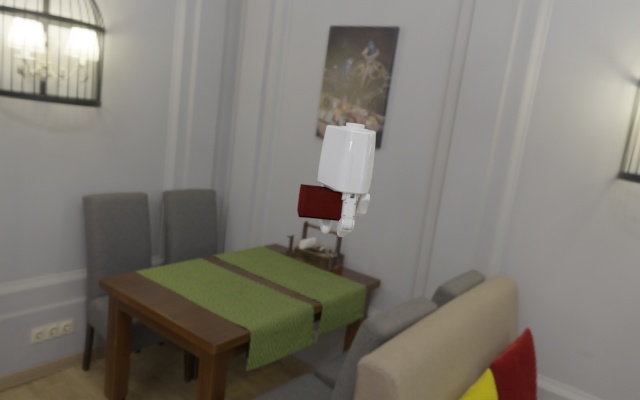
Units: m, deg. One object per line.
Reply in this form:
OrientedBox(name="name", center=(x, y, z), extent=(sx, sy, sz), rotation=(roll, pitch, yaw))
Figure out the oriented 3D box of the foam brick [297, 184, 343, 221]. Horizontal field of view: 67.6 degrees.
OrientedBox(name="foam brick", center=(0.000, 0.003, 0.852), extent=(0.078, 0.051, 0.053), rotation=(6, 12, -9))
